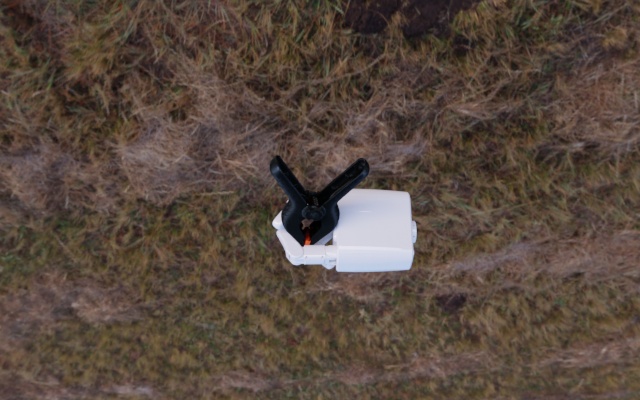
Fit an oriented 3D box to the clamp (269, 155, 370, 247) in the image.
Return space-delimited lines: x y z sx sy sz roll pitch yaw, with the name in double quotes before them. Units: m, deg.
"clamp" 0.000 0.003 0.623 0.120 0.039 0.172 0 -37 0
